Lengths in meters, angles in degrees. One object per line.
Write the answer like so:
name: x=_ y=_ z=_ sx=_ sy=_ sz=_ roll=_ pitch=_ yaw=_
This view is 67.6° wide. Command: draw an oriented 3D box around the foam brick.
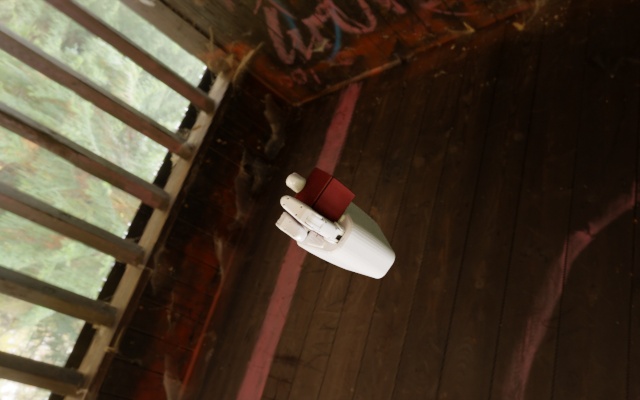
foam brick: x=0.000 y=0.002 z=0.672 sx=0.051 sy=0.078 sz=0.053 roll=33 pitch=2 yaw=-33
